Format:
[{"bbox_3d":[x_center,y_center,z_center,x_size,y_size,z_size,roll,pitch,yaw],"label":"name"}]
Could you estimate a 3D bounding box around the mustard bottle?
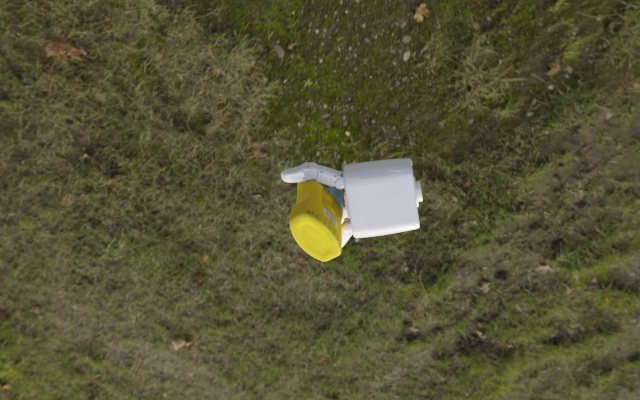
[{"bbox_3d":[0.000,0.003,0.773,0.058,0.096,0.191,-30,27,24],"label":"mustard bottle"}]
